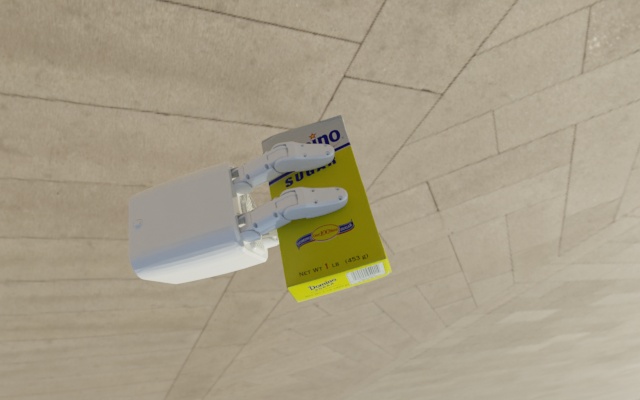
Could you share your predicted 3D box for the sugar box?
[{"bbox_3d":[0.000,0.001,0.471,0.093,0.176,0.048,-17,-32,3],"label":"sugar box"}]
